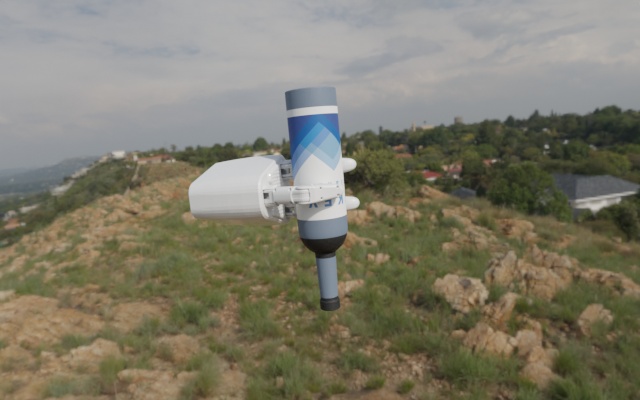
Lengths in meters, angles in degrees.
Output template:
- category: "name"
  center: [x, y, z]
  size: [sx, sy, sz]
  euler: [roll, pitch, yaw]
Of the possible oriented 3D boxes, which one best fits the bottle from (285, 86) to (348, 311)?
- category: "bottle"
  center: [0.000, 0.002, 0.637]
  size: [0.069, 0.296, 0.069]
  euler: [-5, 7, 1]
